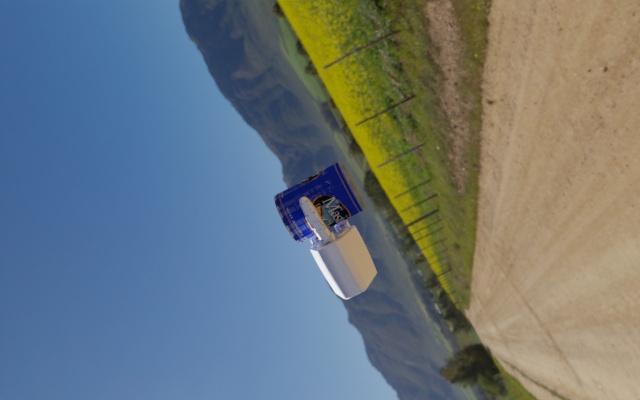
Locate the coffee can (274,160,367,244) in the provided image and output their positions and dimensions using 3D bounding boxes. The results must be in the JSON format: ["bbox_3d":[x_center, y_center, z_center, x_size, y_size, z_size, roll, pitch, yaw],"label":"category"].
[{"bbox_3d":[0.000,0.003,0.884,0.140,0.103,0.103,-28,-4,7],"label":"coffee can"}]
